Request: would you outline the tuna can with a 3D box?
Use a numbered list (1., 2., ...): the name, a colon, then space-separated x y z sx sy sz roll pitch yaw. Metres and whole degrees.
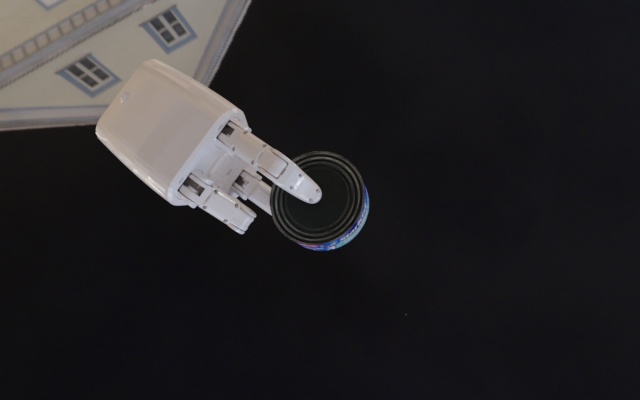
1. tuna can: 0.000 0.002 0.430 0.086 0.086 0.034 0 -16 15
